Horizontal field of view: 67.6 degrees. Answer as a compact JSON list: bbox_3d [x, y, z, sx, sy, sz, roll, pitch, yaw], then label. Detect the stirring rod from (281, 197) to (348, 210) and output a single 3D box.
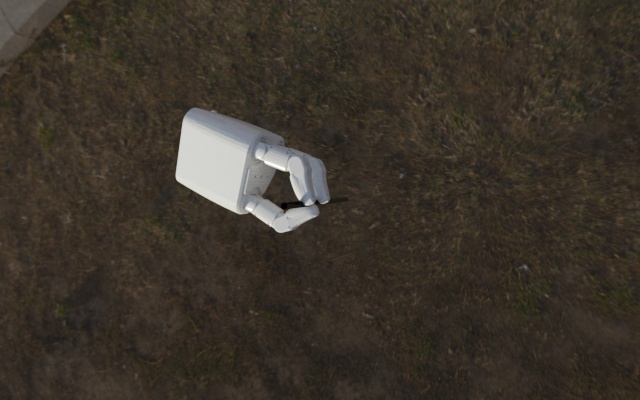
[{"bbox_3d":[0.000,0.002,0.629,0.011,0.011,0.239,0,2,19],"label":"stirring rod"}]
